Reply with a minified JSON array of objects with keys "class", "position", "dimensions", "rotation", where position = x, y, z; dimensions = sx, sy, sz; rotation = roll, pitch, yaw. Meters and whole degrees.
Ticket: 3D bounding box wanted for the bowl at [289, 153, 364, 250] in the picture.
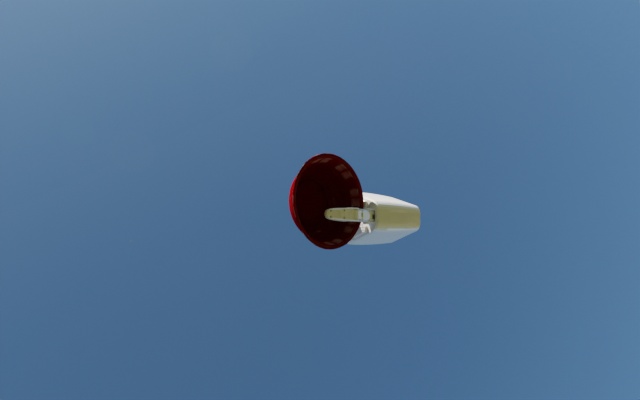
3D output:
[{"class":"bowl","position":[-0.001,0.002,0.817],"dimensions":[0.162,0.162,0.055],"rotation":[0,-3,-42]}]
